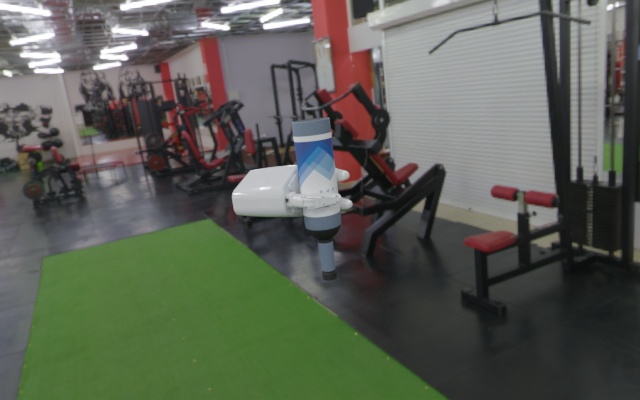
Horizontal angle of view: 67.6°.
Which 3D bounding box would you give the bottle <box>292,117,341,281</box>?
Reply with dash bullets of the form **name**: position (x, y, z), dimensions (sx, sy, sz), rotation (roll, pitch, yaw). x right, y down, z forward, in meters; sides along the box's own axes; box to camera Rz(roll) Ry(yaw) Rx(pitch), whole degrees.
- **bottle**: position (0.000, 0.003, 0.860), dimensions (0.069, 0.296, 0.069), rotation (-7, 13, 2)
